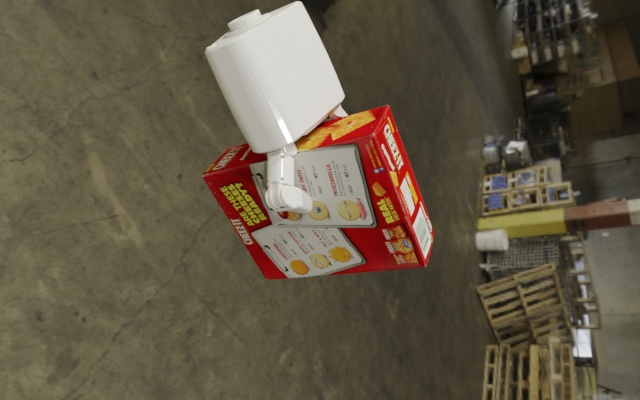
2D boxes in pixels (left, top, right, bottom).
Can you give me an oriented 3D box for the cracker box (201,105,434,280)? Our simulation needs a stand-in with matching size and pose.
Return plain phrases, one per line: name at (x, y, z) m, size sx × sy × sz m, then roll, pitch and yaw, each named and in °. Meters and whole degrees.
cracker box at (0.000, 0.002, 0.536) m, size 0.214 × 0.164 × 0.072 m, roll -10°, pitch 31°, yaw 31°
